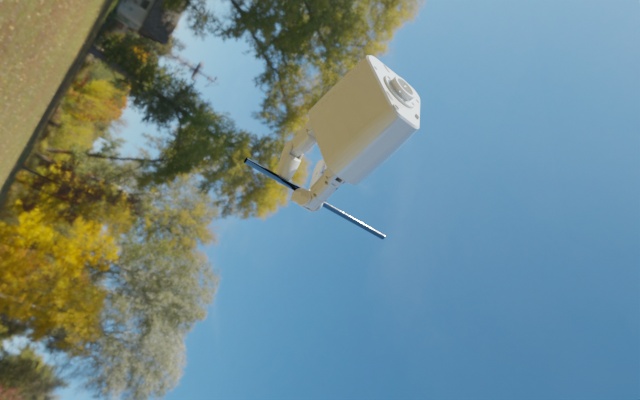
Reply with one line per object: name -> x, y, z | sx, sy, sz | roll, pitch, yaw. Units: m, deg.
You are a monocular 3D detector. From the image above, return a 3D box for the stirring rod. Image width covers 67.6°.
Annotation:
stirring rod -> 0.000, 0.002, 0.646 | 0.239, 0.011, 0.011 | 29, -15, -29
